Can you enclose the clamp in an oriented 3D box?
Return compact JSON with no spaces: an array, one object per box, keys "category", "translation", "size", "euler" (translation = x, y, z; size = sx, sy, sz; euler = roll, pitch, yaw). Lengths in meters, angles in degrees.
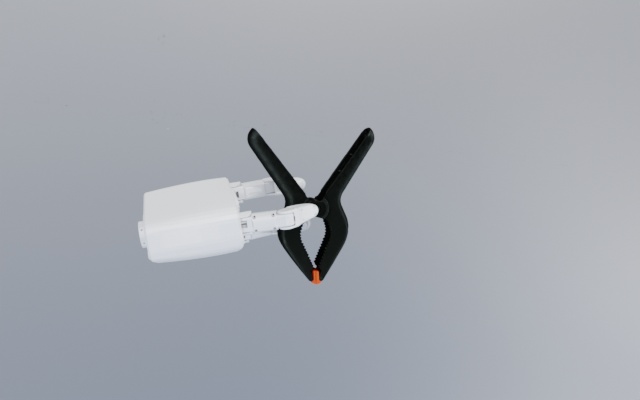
[{"category":"clamp","translation":[0.000,0.003,0.619],"size":[0.164,0.210,0.036],"euler":[-10,11,-14]}]
